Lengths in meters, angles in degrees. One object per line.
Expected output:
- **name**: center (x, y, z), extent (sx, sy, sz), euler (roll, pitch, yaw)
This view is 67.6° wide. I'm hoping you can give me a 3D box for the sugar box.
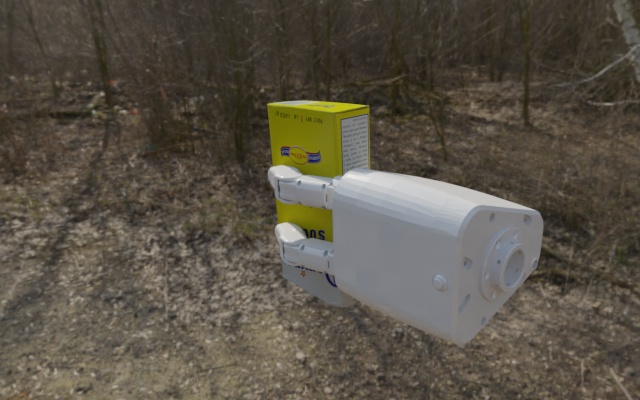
- **sugar box**: center (0.000, 0.001, 0.432), extent (0.048, 0.176, 0.093), euler (-16, 22, -38)
